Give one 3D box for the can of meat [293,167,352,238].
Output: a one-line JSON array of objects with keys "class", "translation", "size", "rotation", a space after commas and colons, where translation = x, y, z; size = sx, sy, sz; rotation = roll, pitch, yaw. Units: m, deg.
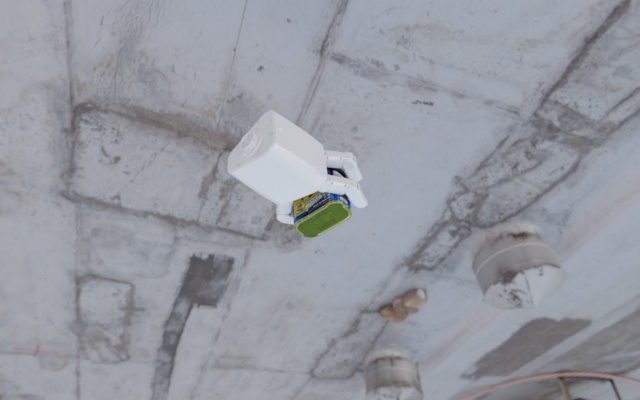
[{"class": "can of meat", "translation": [0.000, 0.003, 0.779], "size": [0.102, 0.083, 0.057], "rotation": [-32, -48, 25]}]
